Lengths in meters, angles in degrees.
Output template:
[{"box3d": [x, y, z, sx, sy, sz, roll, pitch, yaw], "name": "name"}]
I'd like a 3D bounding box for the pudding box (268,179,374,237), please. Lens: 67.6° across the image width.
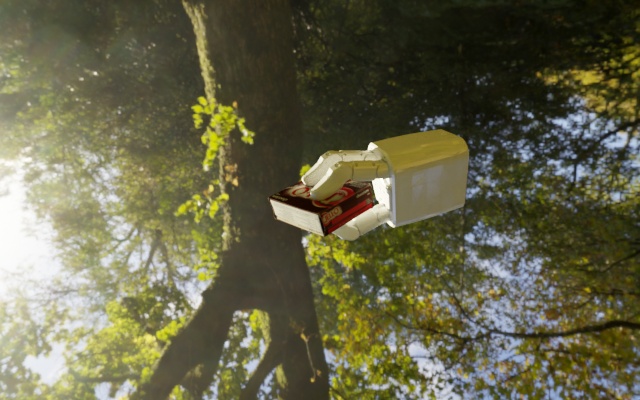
[{"box3d": [0.000, 0.002, 0.629, 0.090, 0.039, 0.113, -28, 25, -32], "name": "pudding box"}]
